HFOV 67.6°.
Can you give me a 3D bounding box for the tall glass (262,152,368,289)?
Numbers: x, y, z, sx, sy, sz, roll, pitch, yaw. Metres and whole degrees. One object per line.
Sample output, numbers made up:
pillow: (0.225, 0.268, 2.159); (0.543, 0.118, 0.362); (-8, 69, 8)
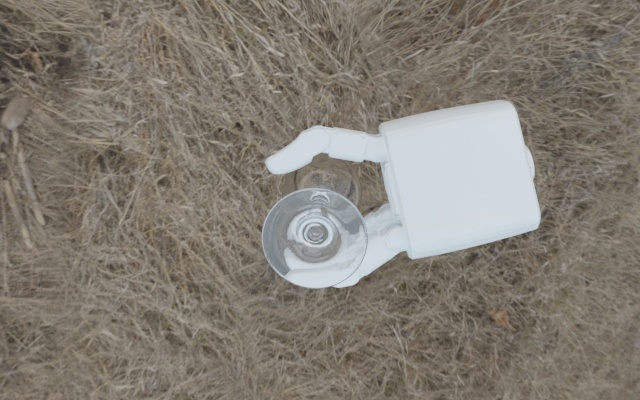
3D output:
tall glass: (0.000, 0.002, 0.427); (0.079, 0.079, 0.201); (0, 15, 2)
